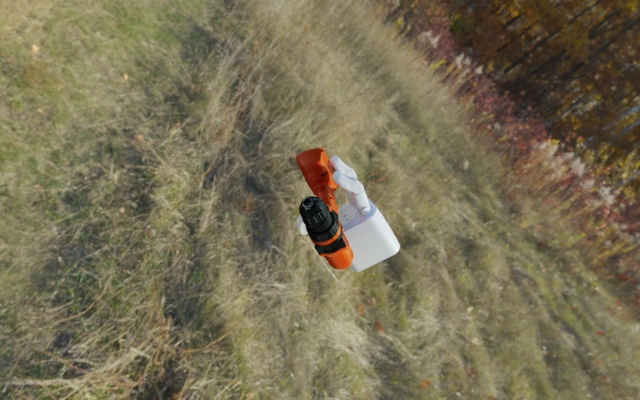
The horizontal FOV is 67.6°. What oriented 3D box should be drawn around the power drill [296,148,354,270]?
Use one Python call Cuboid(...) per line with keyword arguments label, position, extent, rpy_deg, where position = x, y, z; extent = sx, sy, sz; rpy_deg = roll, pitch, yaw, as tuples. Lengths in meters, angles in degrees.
Cuboid(label="power drill", position=(0.000, 0.002, 0.806), extent=(0.057, 0.187, 0.185), rpy_deg=(-16, -39, 9))
